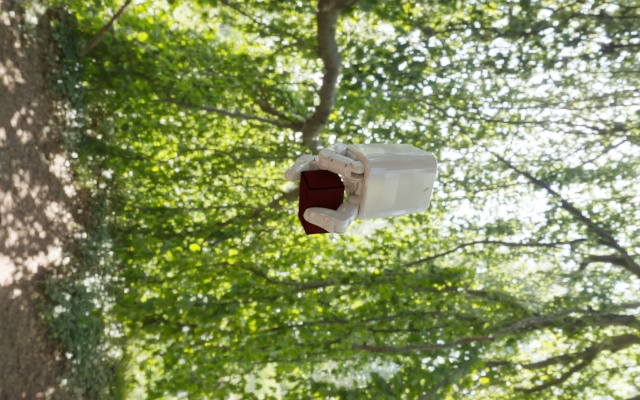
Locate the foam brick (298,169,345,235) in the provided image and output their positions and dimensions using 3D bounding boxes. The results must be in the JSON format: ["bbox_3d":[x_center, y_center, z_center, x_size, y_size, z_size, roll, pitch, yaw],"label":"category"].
[{"bbox_3d":[0.000,0.002,0.672,0.051,0.078,0.053,-5,35,-15],"label":"foam brick"}]
